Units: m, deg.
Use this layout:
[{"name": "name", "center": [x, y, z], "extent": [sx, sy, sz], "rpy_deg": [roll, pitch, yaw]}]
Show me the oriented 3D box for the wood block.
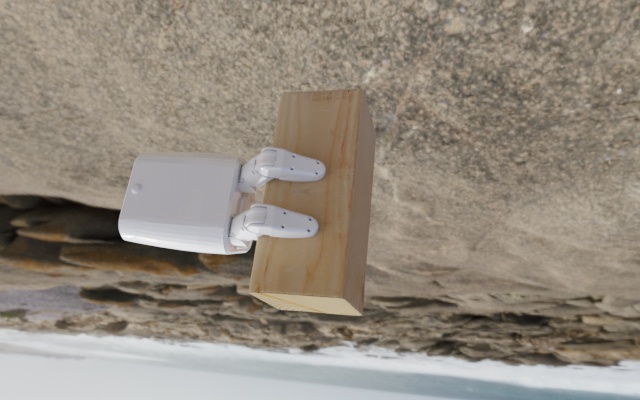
[{"name": "wood block", "center": [0.000, 0.002, 0.480], "extent": [0.090, 0.206, 0.091], "rpy_deg": [1, -22, 15]}]
